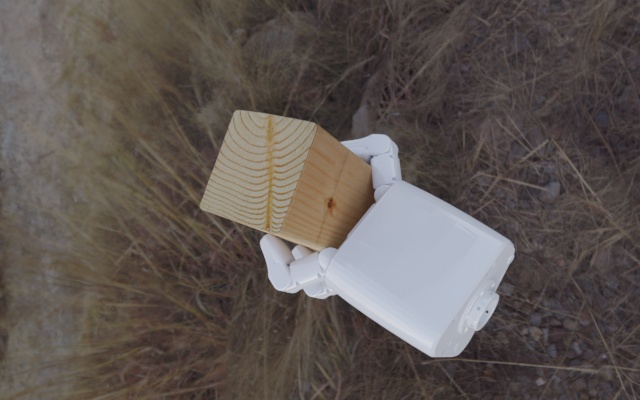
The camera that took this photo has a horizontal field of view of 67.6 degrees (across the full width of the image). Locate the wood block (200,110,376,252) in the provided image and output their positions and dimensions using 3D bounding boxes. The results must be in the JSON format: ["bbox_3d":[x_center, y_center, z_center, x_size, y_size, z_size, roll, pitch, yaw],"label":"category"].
[{"bbox_3d":[0.000,0.001,0.457,0.090,0.091,0.206,15,-8,33],"label":"wood block"}]
